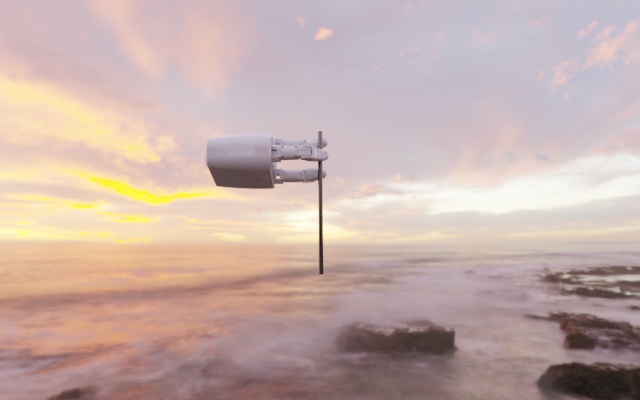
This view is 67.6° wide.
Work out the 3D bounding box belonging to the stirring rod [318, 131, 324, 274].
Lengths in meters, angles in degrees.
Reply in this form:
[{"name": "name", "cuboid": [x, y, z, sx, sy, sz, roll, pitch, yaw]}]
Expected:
[{"name": "stirring rod", "cuboid": [0.000, 0.003, 0.802, 0.011, 0.239, 0.011, 0, -5, 0]}]
